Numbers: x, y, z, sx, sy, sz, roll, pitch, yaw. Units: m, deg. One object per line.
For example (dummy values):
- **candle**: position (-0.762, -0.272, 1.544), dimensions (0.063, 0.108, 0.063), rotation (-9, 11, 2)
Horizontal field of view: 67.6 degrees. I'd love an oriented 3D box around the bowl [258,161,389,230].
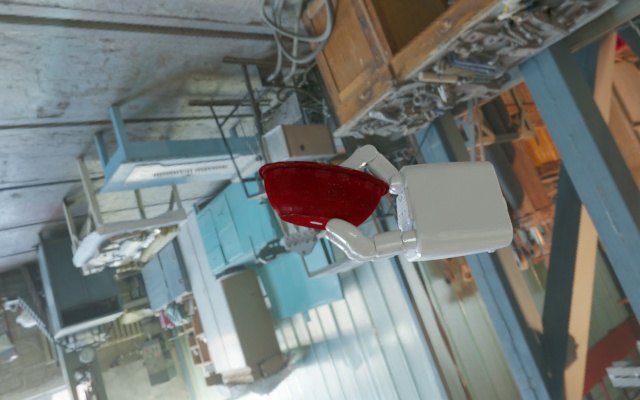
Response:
- **bowl**: position (-0.001, 0.002, 0.581), dimensions (0.162, 0.055, 0.162), rotation (8, -12, 2)
